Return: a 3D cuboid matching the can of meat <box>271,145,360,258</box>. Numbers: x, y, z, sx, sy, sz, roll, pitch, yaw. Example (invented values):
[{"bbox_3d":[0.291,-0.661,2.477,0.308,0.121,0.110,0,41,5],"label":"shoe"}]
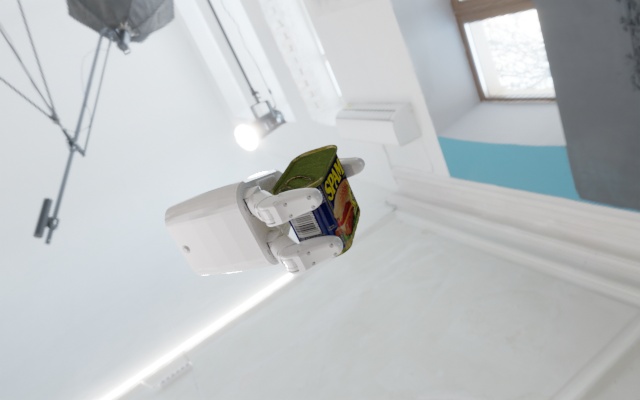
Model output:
[{"bbox_3d":[0.000,0.002,0.503,0.057,0.084,0.102,-15,24,22],"label":"can of meat"}]
